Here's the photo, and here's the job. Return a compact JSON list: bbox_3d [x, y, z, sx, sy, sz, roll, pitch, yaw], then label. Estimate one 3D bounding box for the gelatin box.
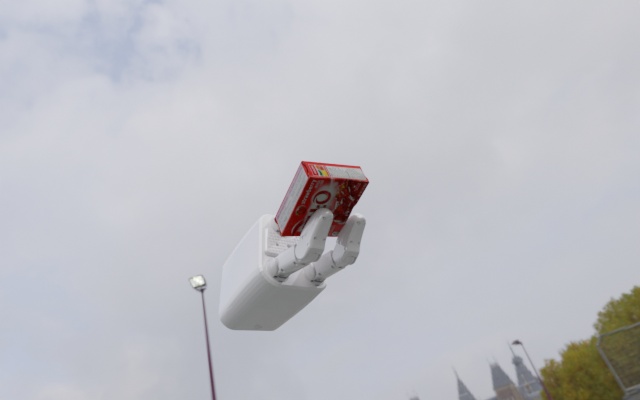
[{"bbox_3d":[0.000,0.001,0.513,0.073,0.089,0.030,3,42,-30],"label":"gelatin box"}]
